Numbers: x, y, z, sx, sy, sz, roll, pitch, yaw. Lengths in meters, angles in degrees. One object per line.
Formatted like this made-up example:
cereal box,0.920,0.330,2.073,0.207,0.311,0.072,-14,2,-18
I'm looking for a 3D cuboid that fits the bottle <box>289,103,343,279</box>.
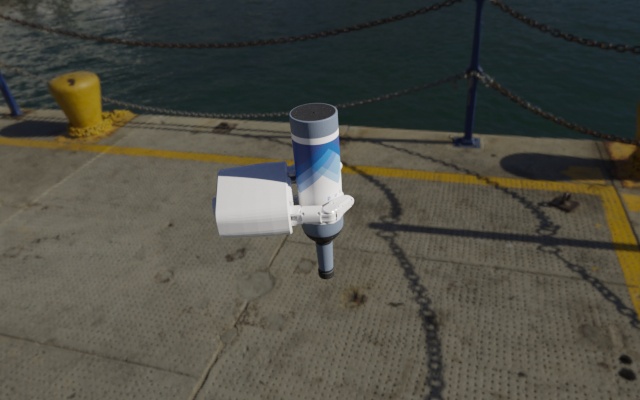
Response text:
bottle,0.000,0.002,0.731,0.069,0.296,0.069,-3,33,2
